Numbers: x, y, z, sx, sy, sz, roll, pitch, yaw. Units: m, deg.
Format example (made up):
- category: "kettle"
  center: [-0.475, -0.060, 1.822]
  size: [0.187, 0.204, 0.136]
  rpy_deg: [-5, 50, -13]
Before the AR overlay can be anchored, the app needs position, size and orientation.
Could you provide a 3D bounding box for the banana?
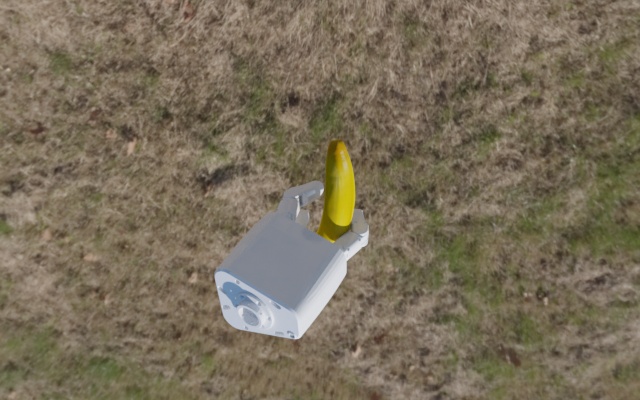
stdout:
- category: "banana"
  center: [0.011, 0.017, 0.596]
  size: [0.037, 0.198, 0.069]
  rpy_deg: [-25, 59, -34]
